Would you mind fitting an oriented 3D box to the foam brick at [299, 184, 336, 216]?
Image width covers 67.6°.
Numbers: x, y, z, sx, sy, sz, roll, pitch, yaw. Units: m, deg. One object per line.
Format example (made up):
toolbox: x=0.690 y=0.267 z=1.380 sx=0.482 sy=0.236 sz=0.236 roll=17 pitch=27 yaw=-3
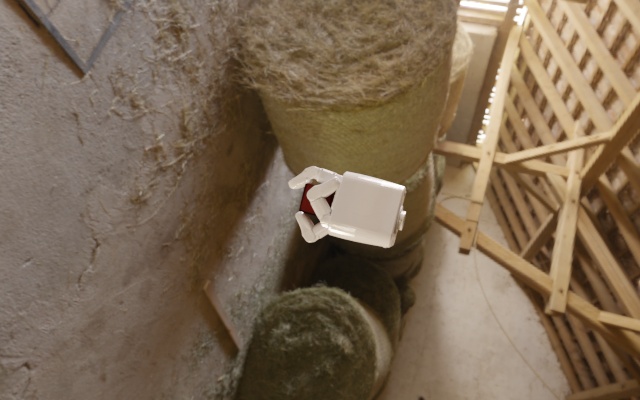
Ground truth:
foam brick: x=0.000 y=0.003 z=0.856 sx=0.051 sy=0.053 sz=0.078 roll=14 pitch=0 yaw=13
